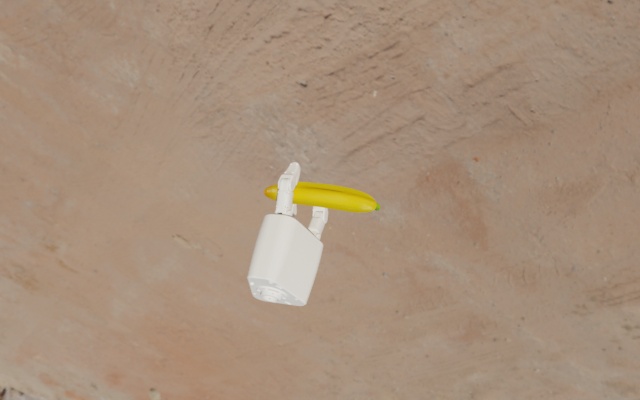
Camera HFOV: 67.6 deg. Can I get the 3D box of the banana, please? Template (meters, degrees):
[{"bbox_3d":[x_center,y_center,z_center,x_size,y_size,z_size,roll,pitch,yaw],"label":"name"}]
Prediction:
[{"bbox_3d":[0.006,-0.003,0.773,0.198,0.037,0.070,10,-20,-3],"label":"banana"}]
